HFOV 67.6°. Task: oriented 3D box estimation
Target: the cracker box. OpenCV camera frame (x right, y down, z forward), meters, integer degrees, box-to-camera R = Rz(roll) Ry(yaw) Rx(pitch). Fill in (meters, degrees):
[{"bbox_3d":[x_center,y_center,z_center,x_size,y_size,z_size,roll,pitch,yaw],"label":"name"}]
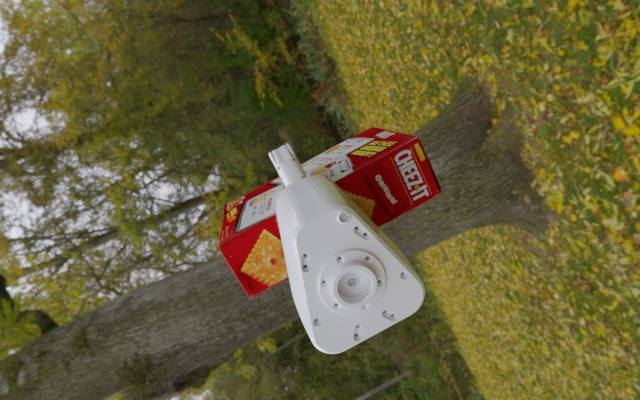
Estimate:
[{"bbox_3d":[0.000,0.002,0.524,0.213,0.072,0.164,-28,15,-2],"label":"cracker box"}]
